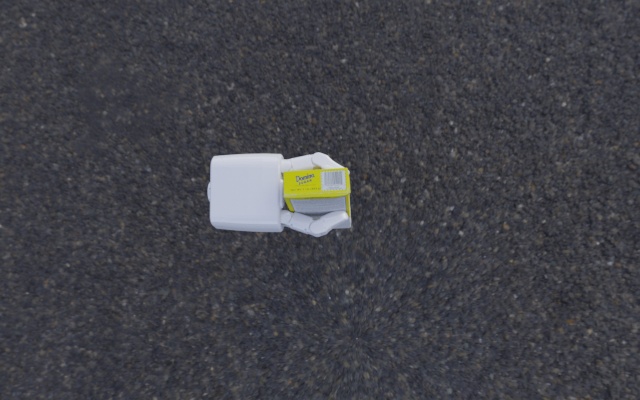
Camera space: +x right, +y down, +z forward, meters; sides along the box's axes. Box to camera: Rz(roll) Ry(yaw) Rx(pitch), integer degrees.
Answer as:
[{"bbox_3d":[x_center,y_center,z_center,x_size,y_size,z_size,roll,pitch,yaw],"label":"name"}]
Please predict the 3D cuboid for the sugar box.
[{"bbox_3d":[0.000,0.002,0.738,0.093,0.048,0.176,-2,-16,3],"label":"sugar box"}]
